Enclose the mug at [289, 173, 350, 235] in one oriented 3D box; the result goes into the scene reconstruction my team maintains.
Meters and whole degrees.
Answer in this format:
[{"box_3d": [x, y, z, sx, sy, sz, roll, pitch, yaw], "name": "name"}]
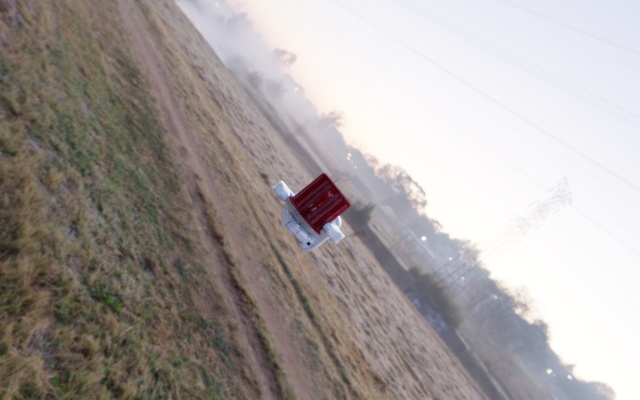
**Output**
[{"box_3d": [0.000, 0.003, 0.878, 0.081, 0.093, 0.117, -39, -5, 3], "name": "mug"}]
